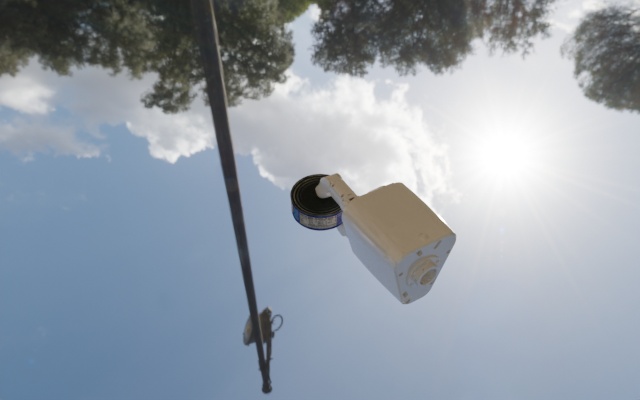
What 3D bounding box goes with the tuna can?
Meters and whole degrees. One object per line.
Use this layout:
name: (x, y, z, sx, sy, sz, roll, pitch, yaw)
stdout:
tuna can: (0.000, 0.003, 0.684, 0.086, 0.034, 0.086, 0, 44, 0)
